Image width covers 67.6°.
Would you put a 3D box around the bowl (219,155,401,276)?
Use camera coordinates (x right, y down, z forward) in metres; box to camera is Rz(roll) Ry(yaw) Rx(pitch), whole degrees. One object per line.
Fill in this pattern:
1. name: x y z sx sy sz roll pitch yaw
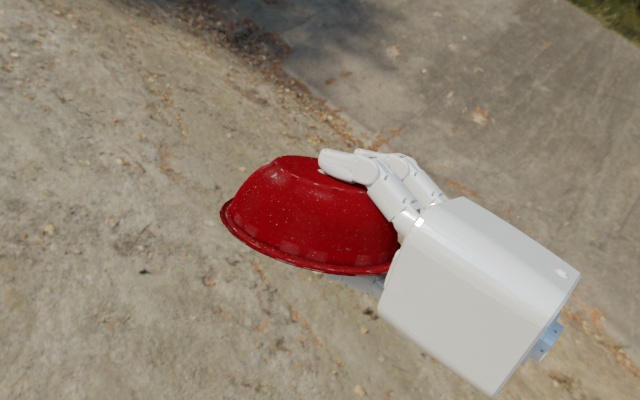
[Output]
1. bowl: -0.001 0.000 0.406 0.162 0.055 0.162 13 17 -4
